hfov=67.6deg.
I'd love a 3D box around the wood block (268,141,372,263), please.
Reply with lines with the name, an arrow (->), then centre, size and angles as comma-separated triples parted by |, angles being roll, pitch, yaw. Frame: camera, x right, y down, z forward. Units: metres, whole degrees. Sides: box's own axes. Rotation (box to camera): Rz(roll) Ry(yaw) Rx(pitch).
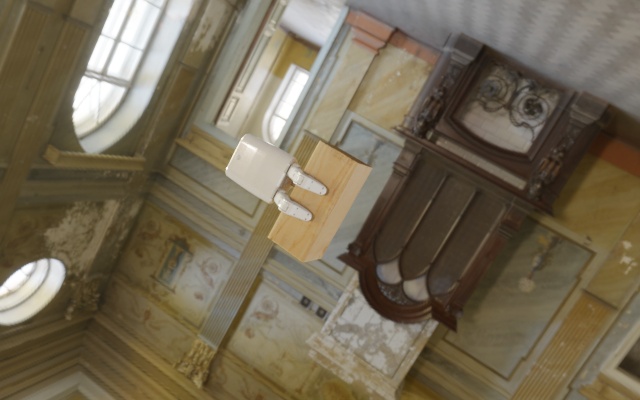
wood block -> 0.000, 0.003, 0.900 | 0.090, 0.206, 0.091 | 33, 11, 19
